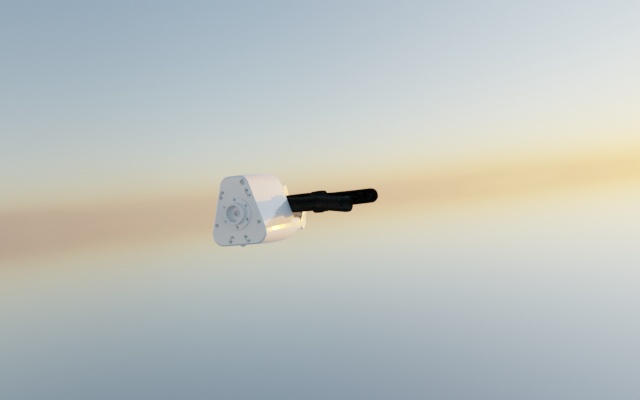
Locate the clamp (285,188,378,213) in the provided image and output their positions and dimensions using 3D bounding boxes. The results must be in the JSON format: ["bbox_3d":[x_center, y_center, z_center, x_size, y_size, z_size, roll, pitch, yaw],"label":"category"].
[{"bbox_3d":[0.000,0.002,0.787,0.171,0.039,0.120,-6,0,20],"label":"clamp"}]
